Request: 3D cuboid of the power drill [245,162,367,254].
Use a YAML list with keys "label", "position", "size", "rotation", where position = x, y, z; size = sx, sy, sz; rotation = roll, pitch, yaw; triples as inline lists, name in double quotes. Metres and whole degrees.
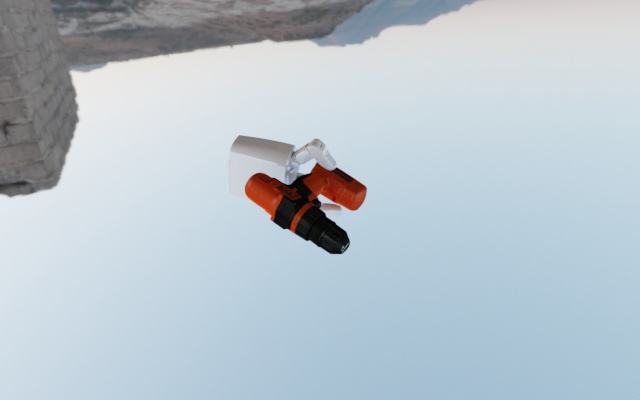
- label: "power drill"
  position: [0.000, 0.002, 0.753]
  size: [0.184, 0.057, 0.187]
  rotation: [35, 28, 19]
